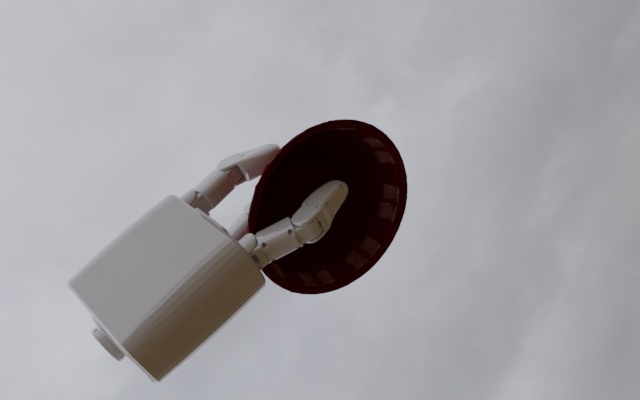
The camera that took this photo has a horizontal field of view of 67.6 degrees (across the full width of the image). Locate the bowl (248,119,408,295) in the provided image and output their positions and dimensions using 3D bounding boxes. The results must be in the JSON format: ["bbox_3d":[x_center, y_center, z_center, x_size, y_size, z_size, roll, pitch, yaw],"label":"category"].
[{"bbox_3d":[0.001,0.001,0.435,0.162,0.162,0.055,0,19,-32],"label":"bowl"}]
